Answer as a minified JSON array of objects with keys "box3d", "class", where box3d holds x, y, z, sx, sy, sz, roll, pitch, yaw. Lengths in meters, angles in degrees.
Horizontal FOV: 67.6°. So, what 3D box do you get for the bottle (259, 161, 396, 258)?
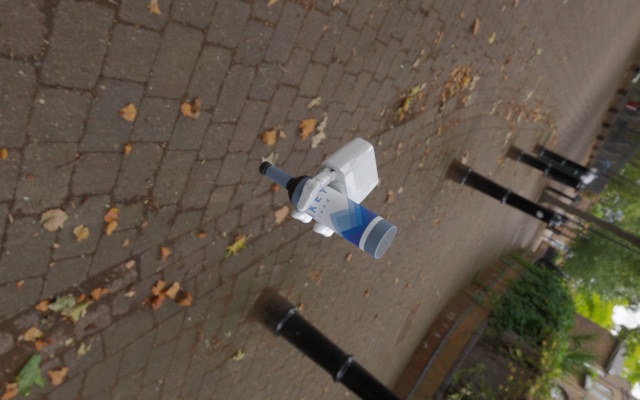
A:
[{"box3d":[0.000,0.003,0.892,0.295,0.069,0.069,32,14,24],"class":"bottle"}]
